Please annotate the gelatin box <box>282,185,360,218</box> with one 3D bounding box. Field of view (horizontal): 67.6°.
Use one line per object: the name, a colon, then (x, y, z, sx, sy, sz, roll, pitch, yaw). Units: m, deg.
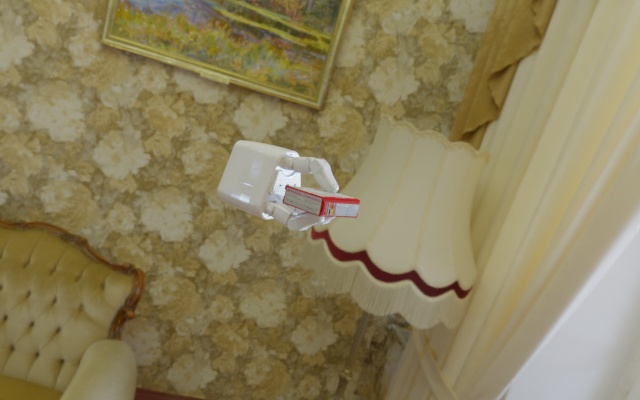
gelatin box: (0.000, 0.002, 0.690, 0.073, 0.030, 0.089, 4, 9, -42)
